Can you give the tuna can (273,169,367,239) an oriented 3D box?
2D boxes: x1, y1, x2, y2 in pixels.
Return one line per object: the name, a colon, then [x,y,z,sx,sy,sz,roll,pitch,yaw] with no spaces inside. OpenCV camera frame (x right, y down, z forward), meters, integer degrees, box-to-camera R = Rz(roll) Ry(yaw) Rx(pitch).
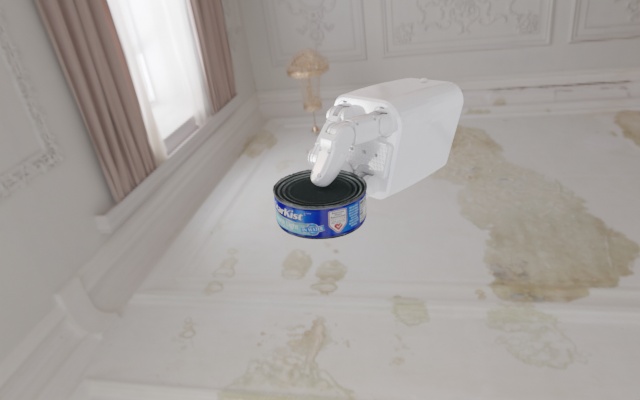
tuna can: [0.000,0.002,0.442,0.086,0.034,0.086,-2,26,1]
